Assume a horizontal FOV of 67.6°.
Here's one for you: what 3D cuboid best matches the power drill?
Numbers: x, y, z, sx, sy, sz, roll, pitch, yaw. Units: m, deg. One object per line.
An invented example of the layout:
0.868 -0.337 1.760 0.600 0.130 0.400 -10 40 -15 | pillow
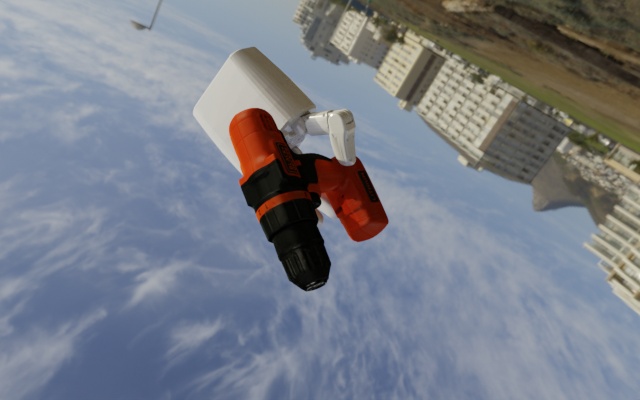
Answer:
0.000 0.001 0.493 0.057 0.184 0.188 -32 -22 25 | power drill
